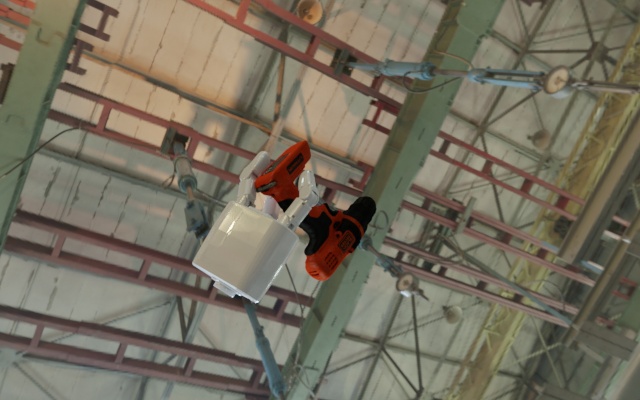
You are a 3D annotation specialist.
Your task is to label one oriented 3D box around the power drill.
[{"bbox_3d":[0.000,0.002,0.747,0.057,0.188,0.184,-22,22,47],"label":"power drill"}]
